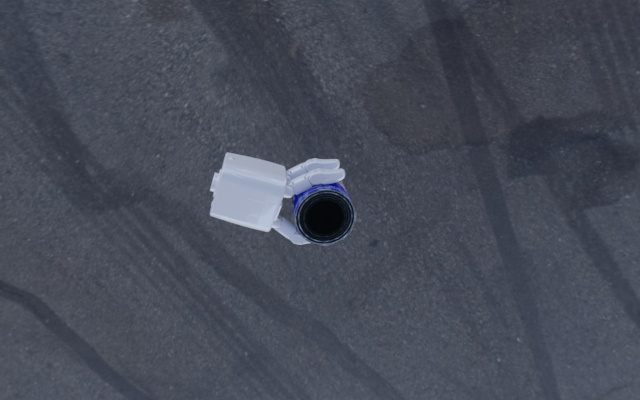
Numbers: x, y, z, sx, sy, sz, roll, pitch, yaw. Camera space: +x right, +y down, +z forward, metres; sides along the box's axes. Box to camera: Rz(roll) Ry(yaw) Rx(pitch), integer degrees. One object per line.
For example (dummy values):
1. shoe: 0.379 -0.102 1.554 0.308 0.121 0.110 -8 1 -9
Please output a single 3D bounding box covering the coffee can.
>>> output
1. coffee can: 0.000 0.003 0.847 0.103 0.103 0.140 0 22 -7
